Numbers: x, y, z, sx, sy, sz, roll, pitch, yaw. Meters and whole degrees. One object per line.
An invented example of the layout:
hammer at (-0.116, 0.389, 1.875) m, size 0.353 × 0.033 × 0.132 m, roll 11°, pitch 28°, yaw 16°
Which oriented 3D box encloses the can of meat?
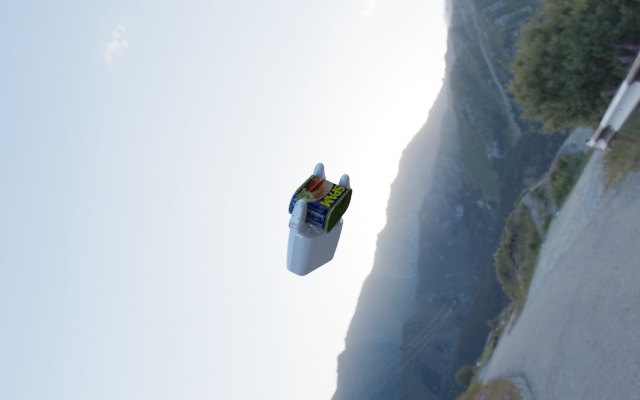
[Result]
can of meat at (0.000, 0.003, 0.886) m, size 0.084 × 0.057 × 0.102 m, roll 24°, pitch 41°, yaw 18°
